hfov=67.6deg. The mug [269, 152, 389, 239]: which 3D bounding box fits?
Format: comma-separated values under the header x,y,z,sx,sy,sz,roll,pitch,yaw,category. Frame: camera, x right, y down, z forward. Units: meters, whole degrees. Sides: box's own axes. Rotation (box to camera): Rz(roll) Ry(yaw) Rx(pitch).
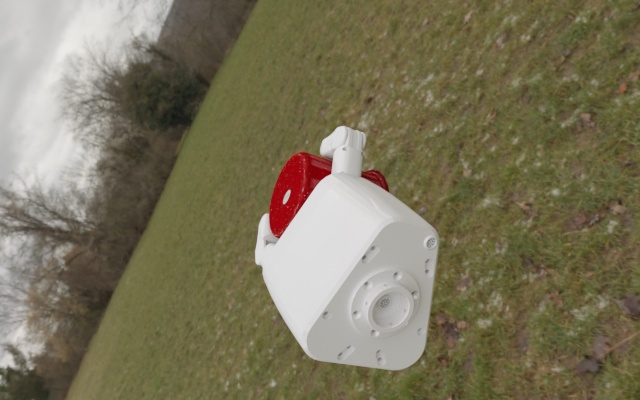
x,y,z,sx,sy,sz,roll,pitch,yaw,category
-0.001,0.001,0.454,0.081,0.093,0.117,17,9,-23,mug
